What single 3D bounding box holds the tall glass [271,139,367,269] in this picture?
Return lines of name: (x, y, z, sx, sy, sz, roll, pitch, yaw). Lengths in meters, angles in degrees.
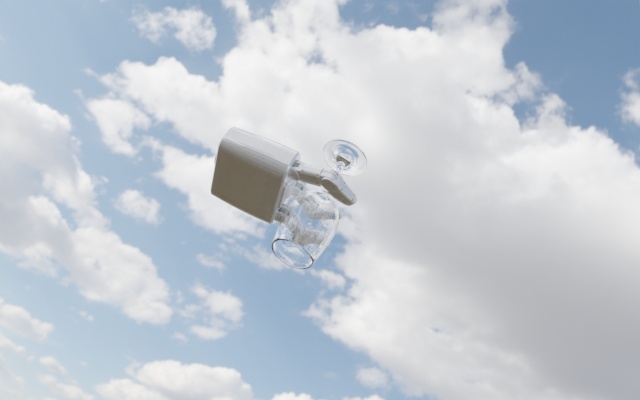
tall glass: (0.001, 0.002, 0.693, 0.079, 0.201, 0.079, 17, -38, 14)
